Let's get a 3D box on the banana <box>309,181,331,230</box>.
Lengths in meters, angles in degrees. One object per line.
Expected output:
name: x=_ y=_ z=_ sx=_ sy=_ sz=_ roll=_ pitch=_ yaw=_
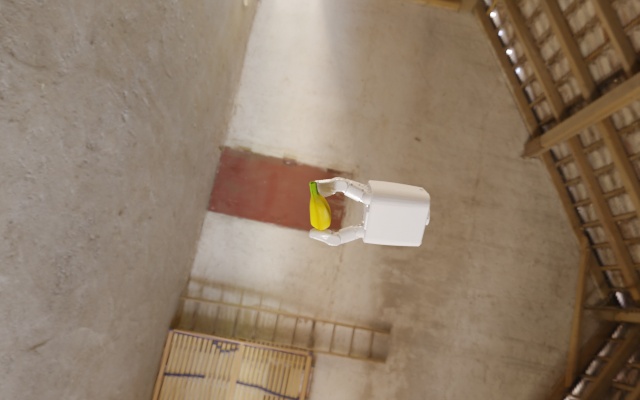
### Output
banana: x=0.000 y=0.020 z=0.866 sx=0.037 sy=0.069 sz=0.198 roll=0 pitch=-12 yaw=0
